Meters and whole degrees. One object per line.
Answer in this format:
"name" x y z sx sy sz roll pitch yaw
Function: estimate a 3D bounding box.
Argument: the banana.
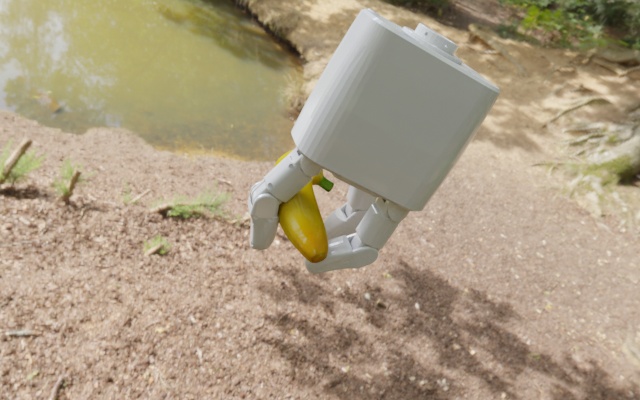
"banana" -0.015 -0.010 0.436 0.069 0.037 0.197 35 19 -8
